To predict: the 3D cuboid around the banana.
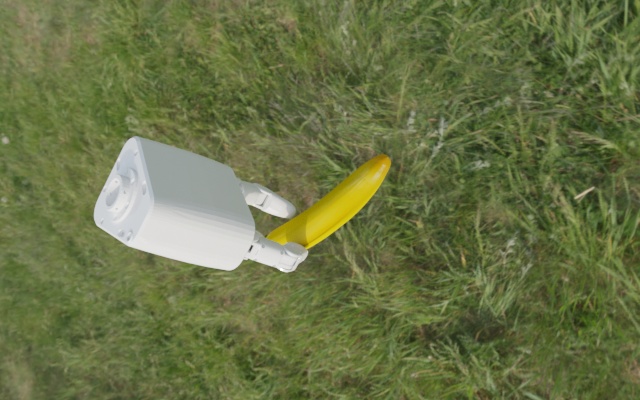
[{"bbox_3d":[-0.002,0.016,0.544,0.198,0.069,0.037,-33,-57,24],"label":"banana"}]
